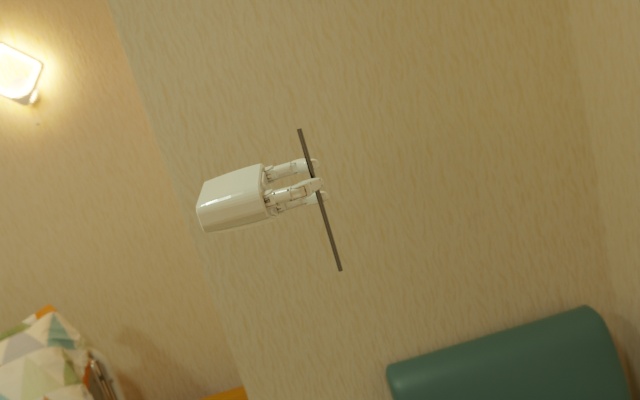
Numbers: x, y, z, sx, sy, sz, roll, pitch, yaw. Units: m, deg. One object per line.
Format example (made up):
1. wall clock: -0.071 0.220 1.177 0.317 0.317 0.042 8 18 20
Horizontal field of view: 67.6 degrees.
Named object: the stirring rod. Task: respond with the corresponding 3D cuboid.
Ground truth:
1. stirring rod: 0.000 0.003 0.762 0.011 0.239 0.011 -16 12 3
